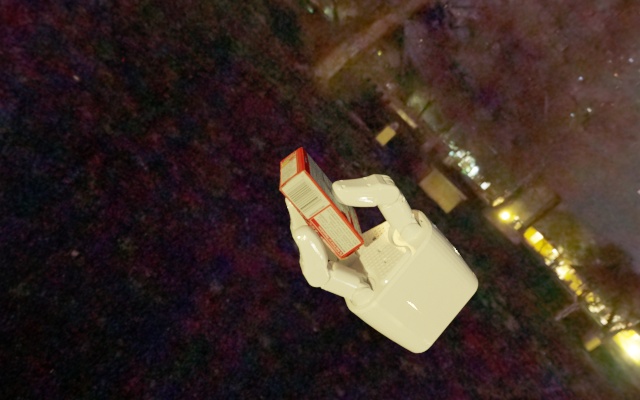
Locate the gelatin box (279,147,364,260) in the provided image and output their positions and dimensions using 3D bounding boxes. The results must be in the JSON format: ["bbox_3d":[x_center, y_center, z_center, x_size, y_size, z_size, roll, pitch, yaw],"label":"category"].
[{"bbox_3d":[0.000,0.001,0.434,0.030,0.089,0.073,-36,20,10],"label":"gelatin box"}]
